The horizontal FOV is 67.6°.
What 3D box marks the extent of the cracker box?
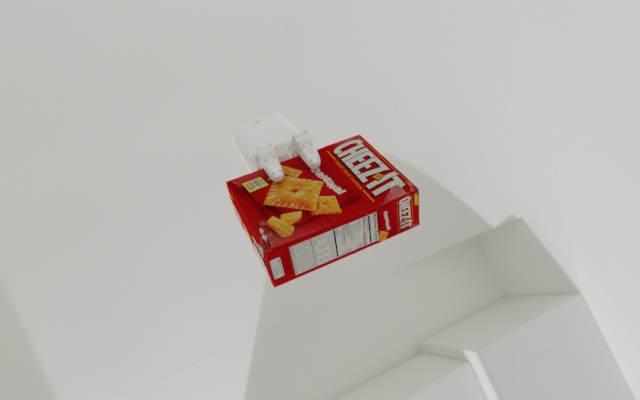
[{"bbox_3d":[0.000,0.002,0.647,0.213,0.072,0.164,-22,41,-14],"label":"cracker box"}]
